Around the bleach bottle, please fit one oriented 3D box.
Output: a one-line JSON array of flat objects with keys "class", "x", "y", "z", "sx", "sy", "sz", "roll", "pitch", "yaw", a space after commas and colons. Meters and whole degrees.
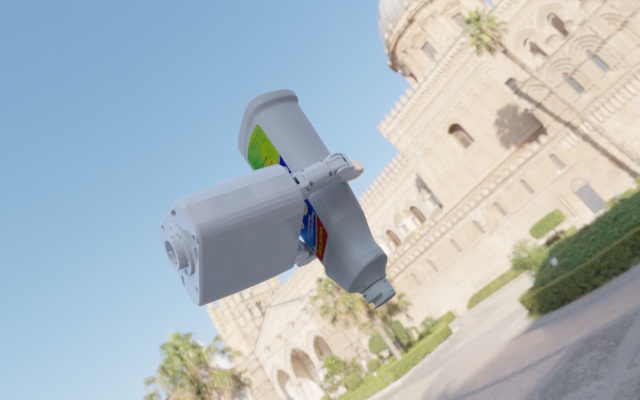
[{"class": "bleach bottle", "x": 0.000, "y": 0.002, "z": 0.519, "sx": 0.068, "sy": 0.250, "sz": 0.103, "roll": -23, "pitch": -23, "yaw": -32}]
